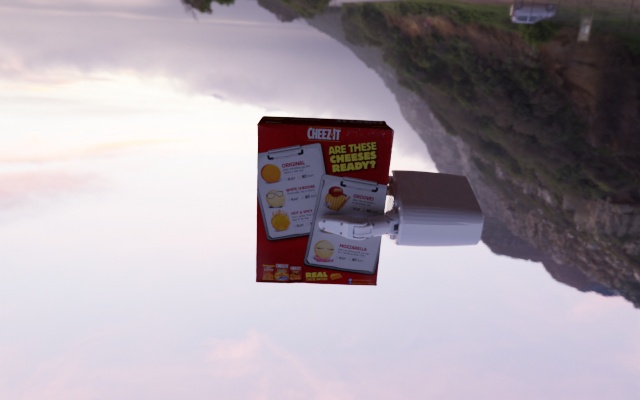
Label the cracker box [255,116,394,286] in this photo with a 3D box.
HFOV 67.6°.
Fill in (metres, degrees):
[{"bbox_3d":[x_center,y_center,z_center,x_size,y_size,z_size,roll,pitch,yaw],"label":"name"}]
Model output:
[{"bbox_3d":[0.000,0.002,0.624,0.164,0.214,0.072,2,20,-3],"label":"cracker box"}]
